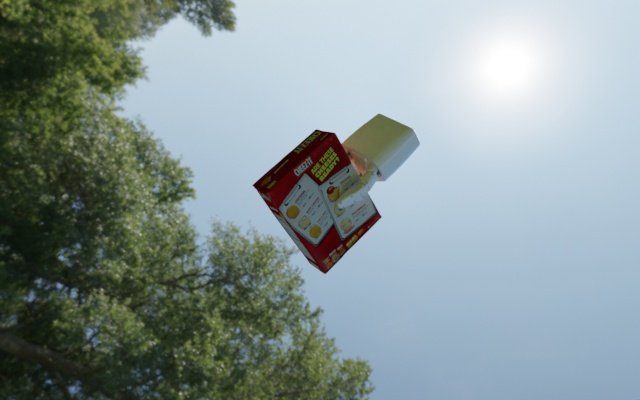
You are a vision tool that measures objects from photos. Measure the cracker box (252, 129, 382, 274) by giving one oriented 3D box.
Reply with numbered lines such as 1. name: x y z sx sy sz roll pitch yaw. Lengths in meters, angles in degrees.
1. cracker box: 0.000 0.003 0.883 0.164 0.214 0.072 -43 33 -16
